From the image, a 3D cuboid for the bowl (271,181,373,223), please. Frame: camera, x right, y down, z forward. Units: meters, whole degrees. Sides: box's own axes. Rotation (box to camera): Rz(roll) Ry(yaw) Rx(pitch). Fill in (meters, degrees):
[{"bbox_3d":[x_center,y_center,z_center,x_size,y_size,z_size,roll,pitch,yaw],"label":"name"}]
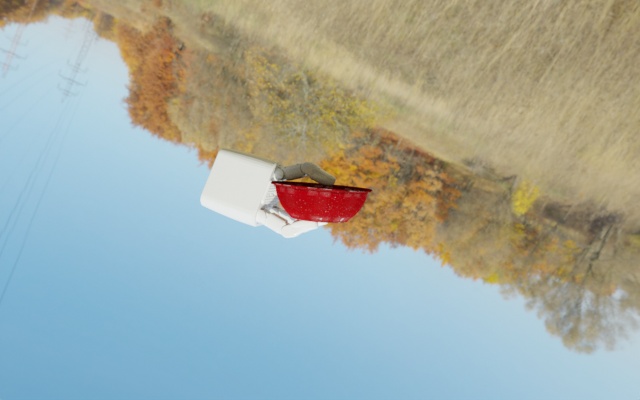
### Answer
[{"bbox_3d":[0.001,0.003,0.756,0.162,0.055,0.162,4,4,0],"label":"bowl"}]
